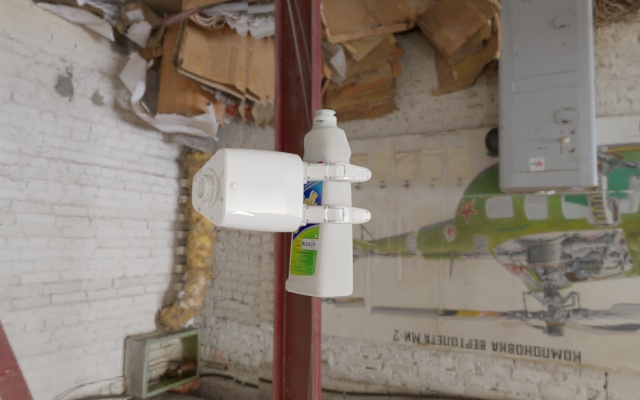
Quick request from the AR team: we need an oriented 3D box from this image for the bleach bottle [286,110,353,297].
[{"bbox_3d":[0.000,0.002,0.664,0.068,0.251,0.102,4,-6,-34],"label":"bleach bottle"}]
